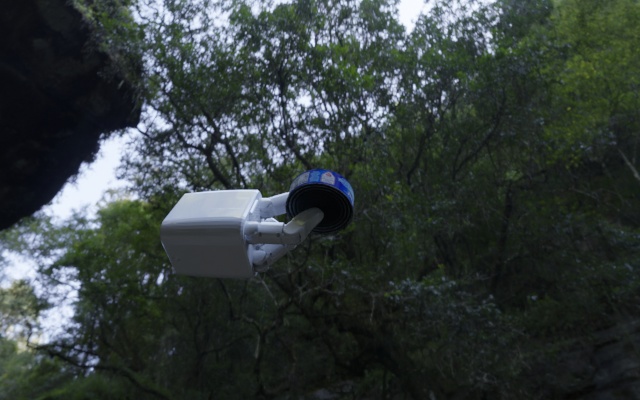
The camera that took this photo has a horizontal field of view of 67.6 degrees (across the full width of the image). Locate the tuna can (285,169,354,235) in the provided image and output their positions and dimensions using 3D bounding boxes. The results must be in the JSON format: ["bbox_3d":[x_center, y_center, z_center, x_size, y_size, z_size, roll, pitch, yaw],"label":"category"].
[{"bbox_3d":[0.000,0.002,0.610,0.086,0.086,0.033,0,41,9],"label":"tuna can"}]
